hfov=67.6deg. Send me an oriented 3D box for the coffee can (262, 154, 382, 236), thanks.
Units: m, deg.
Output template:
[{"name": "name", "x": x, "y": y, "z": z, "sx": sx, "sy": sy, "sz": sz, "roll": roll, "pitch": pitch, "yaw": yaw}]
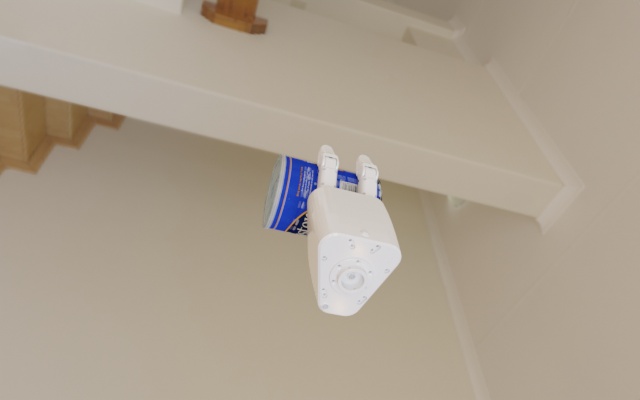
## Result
[{"name": "coffee can", "x": 0.000, "y": 0.002, "z": 0.657, "sx": 0.140, "sy": 0.103, "sz": 0.103, "roll": 13, "pitch": -3, "yaw": -12}]
